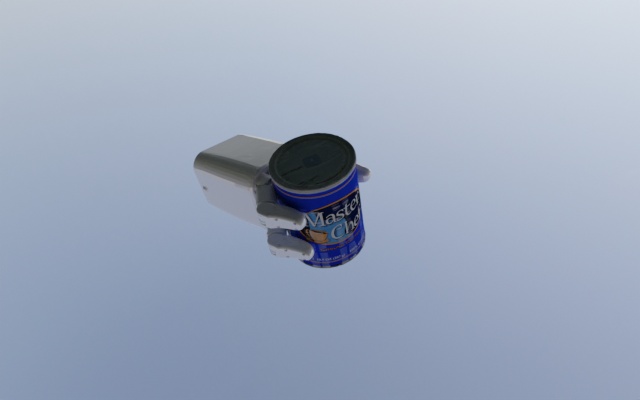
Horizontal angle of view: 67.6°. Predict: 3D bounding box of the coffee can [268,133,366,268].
[{"bbox_3d":[0.000,0.002,0.598,0.103,0.140,0.102,-6,44,6],"label":"coffee can"}]
